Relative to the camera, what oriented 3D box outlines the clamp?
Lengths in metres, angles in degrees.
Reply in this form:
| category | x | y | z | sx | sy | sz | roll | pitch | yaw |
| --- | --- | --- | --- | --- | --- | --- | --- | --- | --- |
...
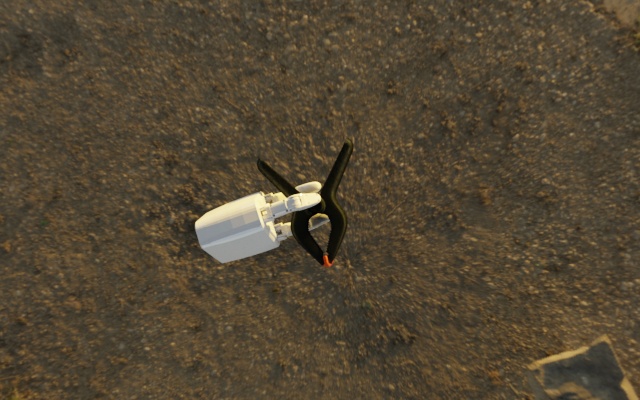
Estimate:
| category | x | y | z | sx | sy | sz | roll | pitch | yaw |
| --- | --- | --- | --- | --- | --- | --- | --- | --- | --- |
| clamp | 0.000 | 0.003 | 0.787 | 0.164 | 0.210 | 0.036 | -19 | -8 | 4 |
